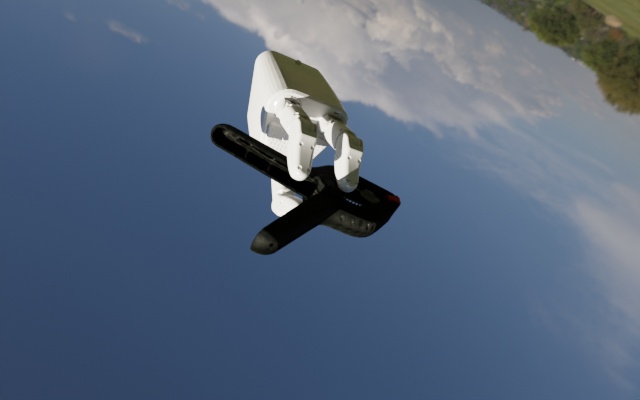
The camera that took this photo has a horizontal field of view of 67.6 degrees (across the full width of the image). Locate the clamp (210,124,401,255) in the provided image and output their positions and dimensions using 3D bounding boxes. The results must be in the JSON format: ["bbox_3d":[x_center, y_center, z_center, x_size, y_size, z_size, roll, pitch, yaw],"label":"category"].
[{"bbox_3d":[0.000,0.002,0.470,0.210,0.036,0.164,14,36,-30],"label":"clamp"}]
